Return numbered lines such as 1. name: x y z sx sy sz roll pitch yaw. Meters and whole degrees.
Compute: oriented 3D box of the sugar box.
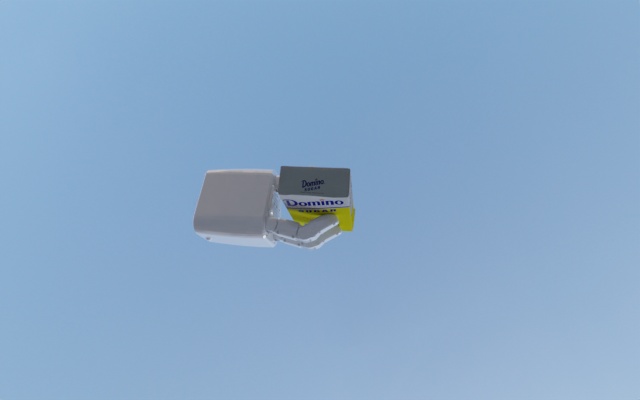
1. sugar box: 0.000 0.003 0.683 0.093 0.048 0.176 3 -15 7
